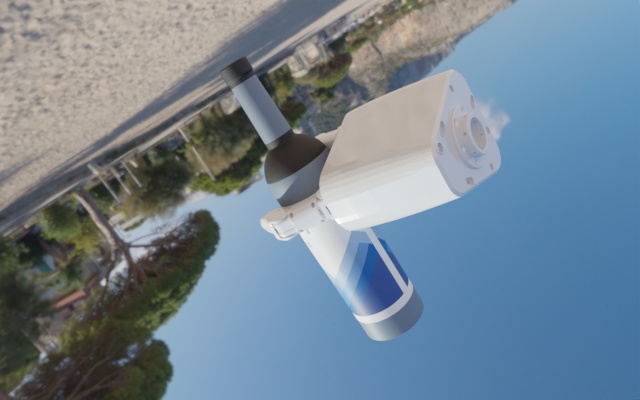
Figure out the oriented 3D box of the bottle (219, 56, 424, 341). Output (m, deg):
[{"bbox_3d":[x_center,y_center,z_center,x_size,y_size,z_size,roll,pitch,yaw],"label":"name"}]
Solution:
[{"bbox_3d":[0.000,0.002,0.452,0.069,0.296,0.069,-30,16,9],"label":"bottle"}]
